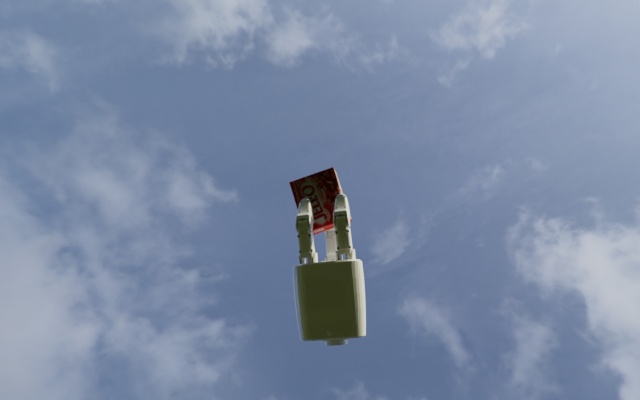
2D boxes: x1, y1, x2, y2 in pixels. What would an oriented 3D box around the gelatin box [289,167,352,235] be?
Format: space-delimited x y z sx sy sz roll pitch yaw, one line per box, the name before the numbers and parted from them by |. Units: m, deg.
gelatin box | 0.000 0.002 0.731 0.073 0.089 0.030 -19 -20 5
